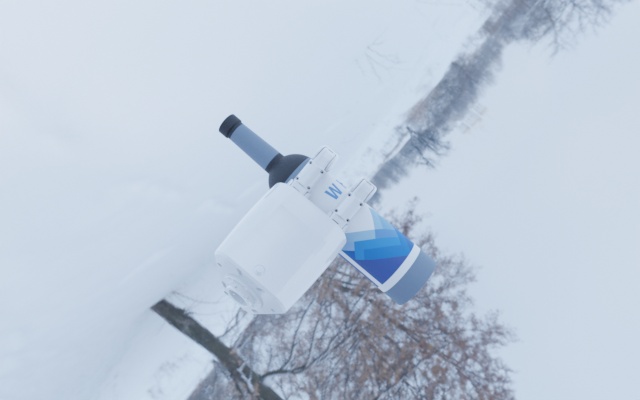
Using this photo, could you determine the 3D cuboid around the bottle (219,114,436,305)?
[{"bbox_3d":[0.000,0.002,0.562,0.295,0.069,0.069,40,2,3],"label":"bottle"}]
